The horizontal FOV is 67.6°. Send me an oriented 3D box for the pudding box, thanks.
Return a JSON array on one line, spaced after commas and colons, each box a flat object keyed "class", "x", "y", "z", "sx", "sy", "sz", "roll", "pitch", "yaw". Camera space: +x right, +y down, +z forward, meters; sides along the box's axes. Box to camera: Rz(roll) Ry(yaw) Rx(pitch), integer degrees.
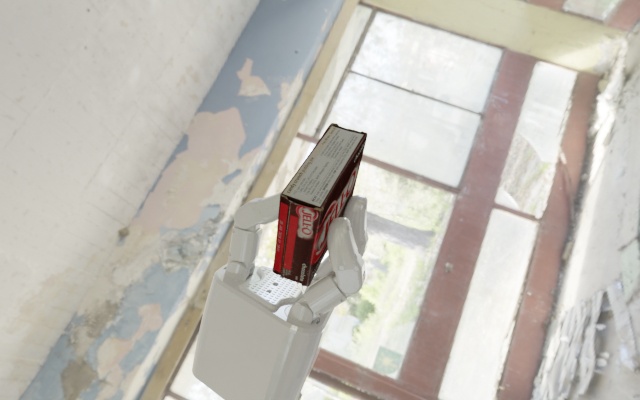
[{"class": "pudding box", "x": 0.000, "y": 0.001, "z": 0.402, "sx": 0.039, "sy": 0.090, "sz": 0.113, "roll": 19, "pitch": 43, "yaw": 9}]
